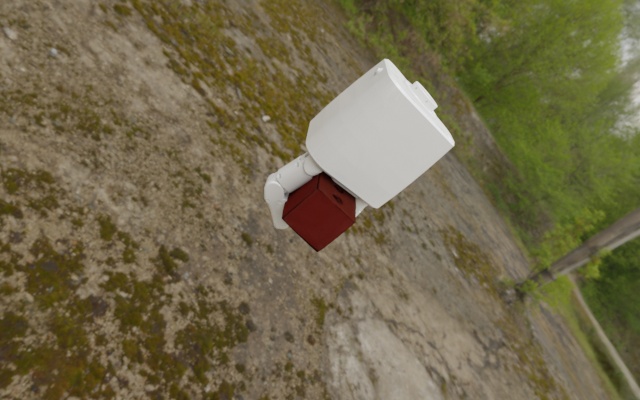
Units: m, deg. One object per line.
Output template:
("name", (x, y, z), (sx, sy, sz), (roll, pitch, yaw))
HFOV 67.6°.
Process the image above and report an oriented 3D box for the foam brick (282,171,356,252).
("foam brick", (0.000, 0.002, 0.484), (0.051, 0.053, 0.078), (-39, 20, 22))
